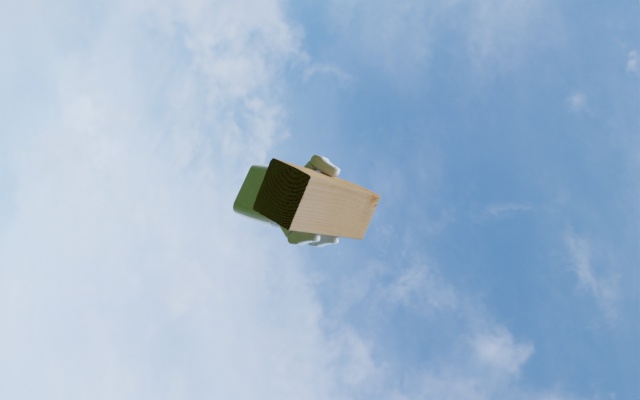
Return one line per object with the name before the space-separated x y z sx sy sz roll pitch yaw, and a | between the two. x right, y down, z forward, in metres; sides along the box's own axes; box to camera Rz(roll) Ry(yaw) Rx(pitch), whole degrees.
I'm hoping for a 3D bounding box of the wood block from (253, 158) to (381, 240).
wood block | 0.000 0.002 0.804 0.090 0.091 0.206 27 9 37
